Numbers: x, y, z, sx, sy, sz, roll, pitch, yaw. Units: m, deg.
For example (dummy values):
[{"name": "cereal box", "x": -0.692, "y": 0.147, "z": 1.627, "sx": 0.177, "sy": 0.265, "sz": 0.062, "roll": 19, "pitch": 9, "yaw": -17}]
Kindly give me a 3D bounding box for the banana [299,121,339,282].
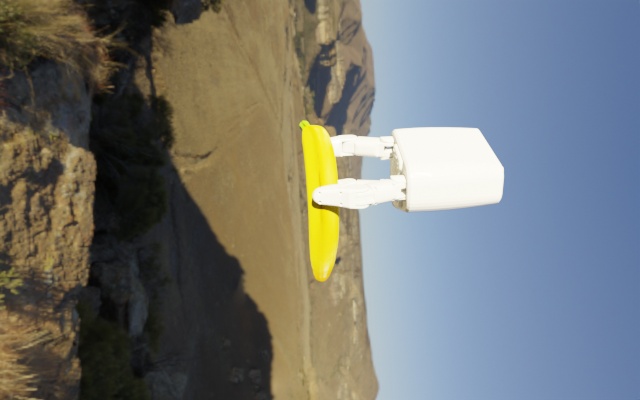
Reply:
[{"name": "banana", "x": 0.001, "y": -0.003, "z": 0.554, "sx": 0.037, "sy": 0.198, "sz": 0.069, "roll": -4, "pitch": -4, "yaw": -5}]
